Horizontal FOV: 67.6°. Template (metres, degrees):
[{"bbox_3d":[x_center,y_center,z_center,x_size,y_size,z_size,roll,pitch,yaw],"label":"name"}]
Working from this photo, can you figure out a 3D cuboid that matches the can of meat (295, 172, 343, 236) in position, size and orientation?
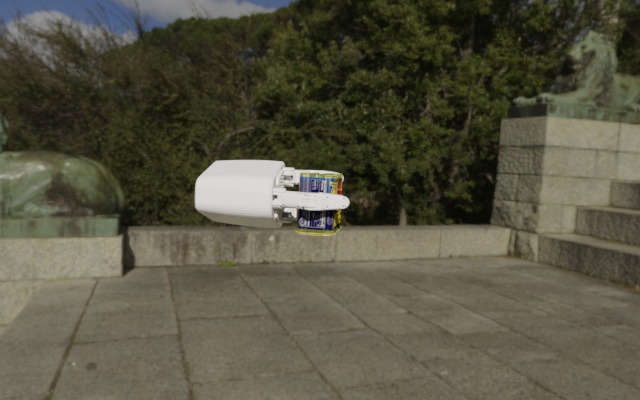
[{"bbox_3d":[0.000,0.002,0.686,0.057,0.084,0.102,3,4,9],"label":"can of meat"}]
